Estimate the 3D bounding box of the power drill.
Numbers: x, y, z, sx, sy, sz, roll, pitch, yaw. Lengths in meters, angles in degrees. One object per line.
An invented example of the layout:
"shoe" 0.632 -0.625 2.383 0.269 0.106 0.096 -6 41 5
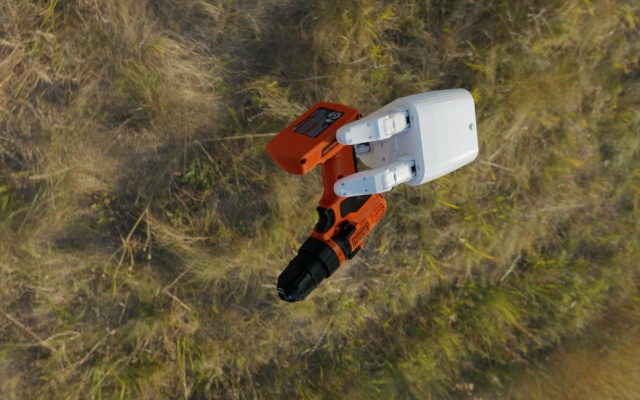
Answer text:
"power drill" 0.000 0.001 0.531 0.057 0.188 0.184 21 52 33
